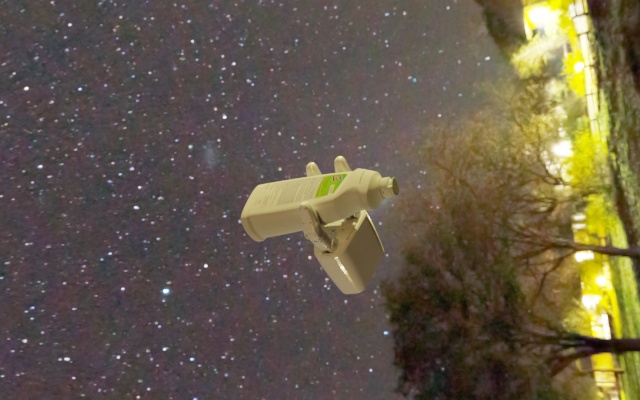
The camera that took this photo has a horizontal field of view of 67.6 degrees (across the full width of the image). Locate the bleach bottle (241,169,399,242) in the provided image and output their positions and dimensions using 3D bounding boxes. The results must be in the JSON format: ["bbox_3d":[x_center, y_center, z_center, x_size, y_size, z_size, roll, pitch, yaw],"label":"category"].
[{"bbox_3d":[0.000,0.002,0.762,0.251,0.068,0.102,-9,41,28],"label":"bleach bottle"}]
